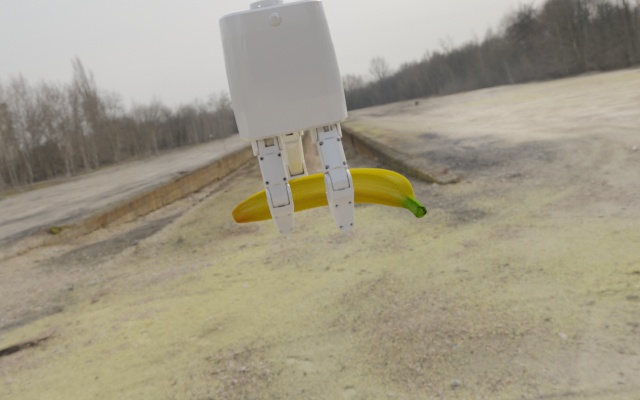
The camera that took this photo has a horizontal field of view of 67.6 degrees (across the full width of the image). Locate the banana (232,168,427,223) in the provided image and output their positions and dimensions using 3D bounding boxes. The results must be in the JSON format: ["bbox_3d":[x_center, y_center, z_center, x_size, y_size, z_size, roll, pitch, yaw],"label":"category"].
[{"bbox_3d":[0.008,-0.006,0.490,0.198,0.037,0.069,-4,23,17],"label":"banana"}]
